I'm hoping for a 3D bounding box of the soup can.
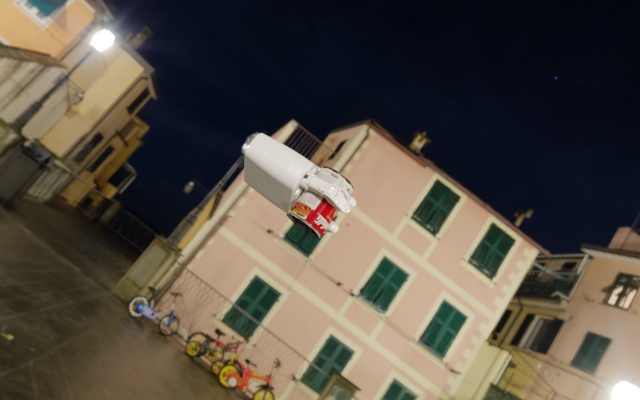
[{"bbox_3d":[0.001,0.003,0.794,0.068,0.102,0.068,34,-14,10],"label":"soup can"}]
